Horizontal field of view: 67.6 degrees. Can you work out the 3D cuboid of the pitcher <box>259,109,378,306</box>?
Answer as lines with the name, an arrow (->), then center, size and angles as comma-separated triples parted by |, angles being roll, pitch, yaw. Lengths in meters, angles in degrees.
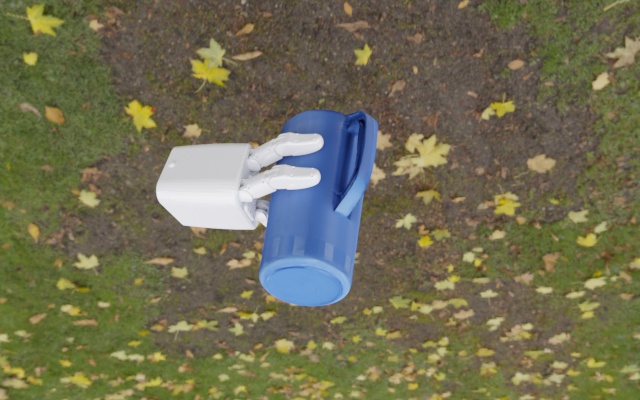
pitcher -> 0.000, 0.002, 0.614 | 0.145, 0.242, 0.149 | 1, -39, 9
